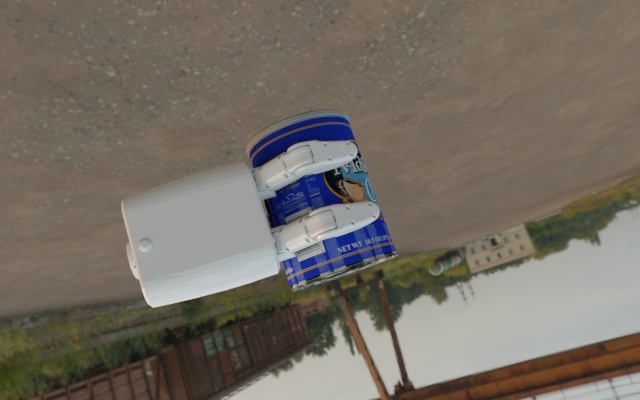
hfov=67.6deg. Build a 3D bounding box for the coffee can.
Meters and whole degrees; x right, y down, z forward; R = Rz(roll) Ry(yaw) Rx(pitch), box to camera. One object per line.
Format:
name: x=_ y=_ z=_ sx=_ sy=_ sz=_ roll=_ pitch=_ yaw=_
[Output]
coffee can: x=0.000 y=0.001 z=0.446 sx=0.103 sy=0.140 sz=0.103 roll=-18 pitch=-11 yaw=-4
